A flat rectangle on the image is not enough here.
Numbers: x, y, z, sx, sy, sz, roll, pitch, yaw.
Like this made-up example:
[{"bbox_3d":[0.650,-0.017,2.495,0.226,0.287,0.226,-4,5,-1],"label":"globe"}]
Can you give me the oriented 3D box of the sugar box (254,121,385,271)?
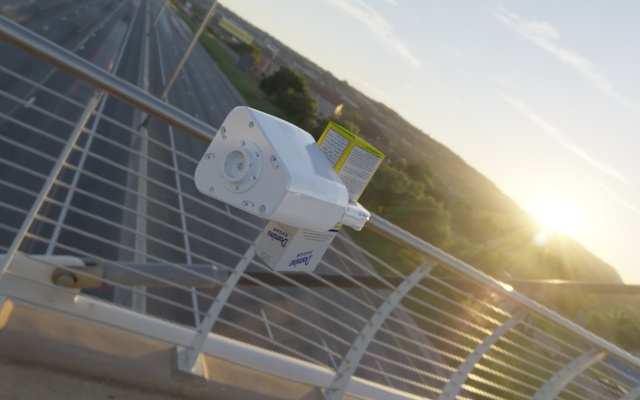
[{"bbox_3d":[0.000,0.001,0.567,0.048,0.176,0.093,40,12,29],"label":"sugar box"}]
